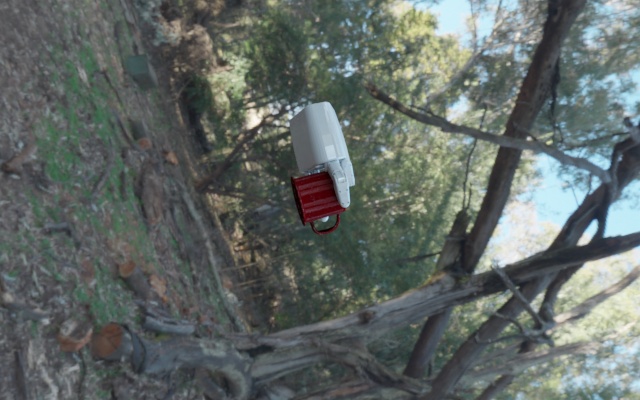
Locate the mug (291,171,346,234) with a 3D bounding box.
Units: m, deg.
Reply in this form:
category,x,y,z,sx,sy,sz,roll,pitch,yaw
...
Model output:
category,x,y,z,sx,sy,sz,roll,pitch,yaw
mug,0.001,0.004,0.863,0.081,0.117,0.093,-15,-1,-8
